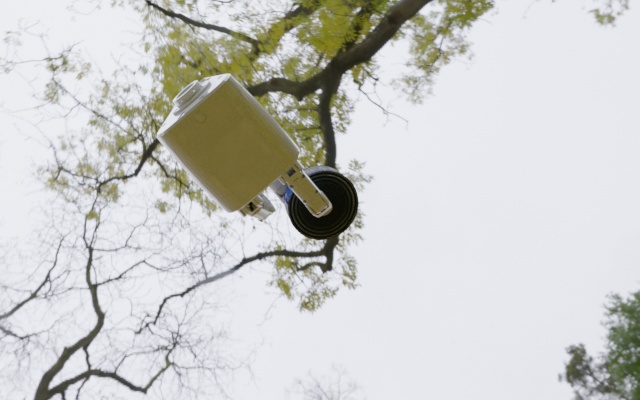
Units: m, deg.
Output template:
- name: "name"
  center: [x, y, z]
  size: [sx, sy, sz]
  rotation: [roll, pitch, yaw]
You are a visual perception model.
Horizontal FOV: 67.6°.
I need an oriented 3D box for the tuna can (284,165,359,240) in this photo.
- name: "tuna can"
  center: [0.000, 0.002, 0.573]
  size: [0.086, 0.086, 0.033]
  rotation: [0, 18, -15]
